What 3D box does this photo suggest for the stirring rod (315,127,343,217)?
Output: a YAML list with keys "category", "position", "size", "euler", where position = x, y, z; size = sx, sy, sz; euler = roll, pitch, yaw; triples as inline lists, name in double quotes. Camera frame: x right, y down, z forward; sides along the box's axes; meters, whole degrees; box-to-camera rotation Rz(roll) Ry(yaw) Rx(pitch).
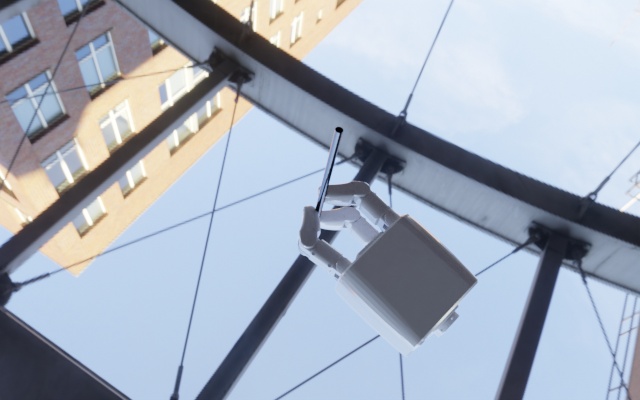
- category: "stirring rod"
  position: [0.000, 0.002, 0.543]
  size: [0.011, 0.011, 0.240]
  euler: [0, -34, -10]
